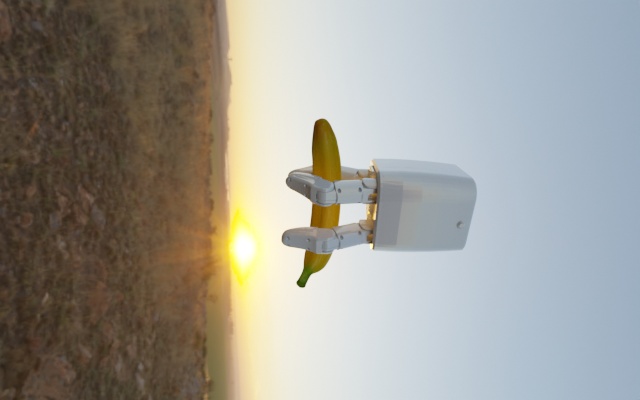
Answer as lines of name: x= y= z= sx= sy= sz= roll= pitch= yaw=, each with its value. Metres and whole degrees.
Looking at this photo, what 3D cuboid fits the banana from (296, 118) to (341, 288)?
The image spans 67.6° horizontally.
banana: x=0.004 y=0.002 z=0.569 sx=0.037 sy=0.198 sz=0.069 roll=7 pitch=10 yaw=11
